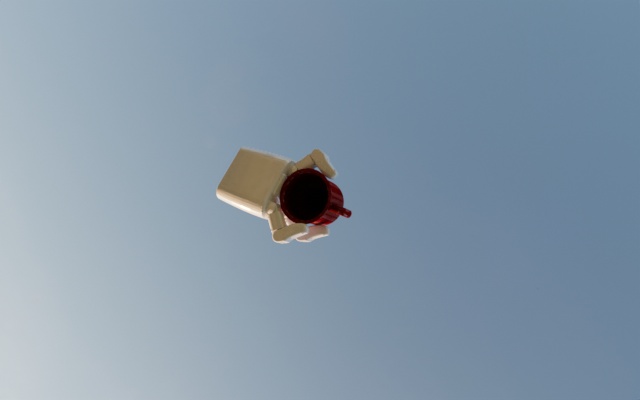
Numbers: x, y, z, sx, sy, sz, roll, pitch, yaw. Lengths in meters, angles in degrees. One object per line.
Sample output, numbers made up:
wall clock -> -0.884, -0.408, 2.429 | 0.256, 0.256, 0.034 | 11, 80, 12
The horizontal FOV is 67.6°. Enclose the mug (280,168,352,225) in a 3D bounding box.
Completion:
mug -> 0.001, 0.003, 0.806 | 0.117, 0.093, 0.081 | 20, -1, 25
